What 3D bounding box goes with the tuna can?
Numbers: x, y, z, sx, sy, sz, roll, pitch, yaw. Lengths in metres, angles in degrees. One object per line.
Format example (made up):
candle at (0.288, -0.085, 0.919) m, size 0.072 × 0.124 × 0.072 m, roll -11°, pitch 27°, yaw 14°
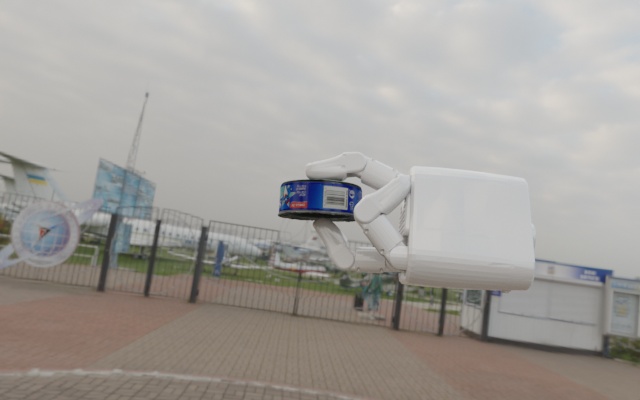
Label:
tuna can at (0.000, 0.001, 0.490) m, size 0.086 × 0.033 × 0.086 m, roll 3°, pitch -7°, yaw 0°
